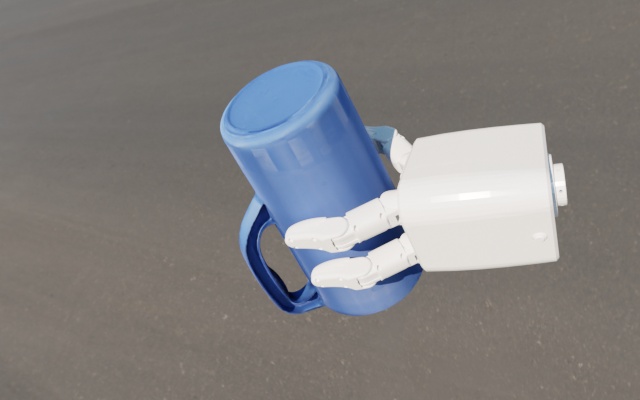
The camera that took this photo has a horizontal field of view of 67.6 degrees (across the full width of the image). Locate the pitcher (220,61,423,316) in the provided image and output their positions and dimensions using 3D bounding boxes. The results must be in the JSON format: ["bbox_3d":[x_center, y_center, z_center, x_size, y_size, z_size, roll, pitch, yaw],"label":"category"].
[{"bbox_3d":[0.000,0.001,0.459,0.145,0.149,0.243,-5,-44,27],"label":"pitcher"}]
